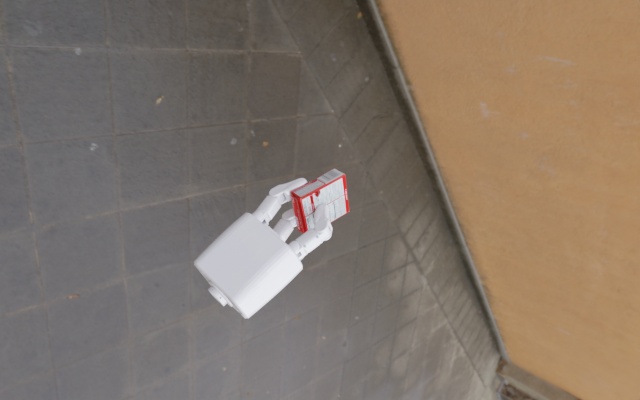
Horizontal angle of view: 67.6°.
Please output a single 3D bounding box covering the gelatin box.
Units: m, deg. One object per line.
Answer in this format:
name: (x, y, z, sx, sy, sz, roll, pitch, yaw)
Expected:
gelatin box: (0.001, 0.002, 0.734, 0.089, 0.073, 0.030, -29, 40, -25)
